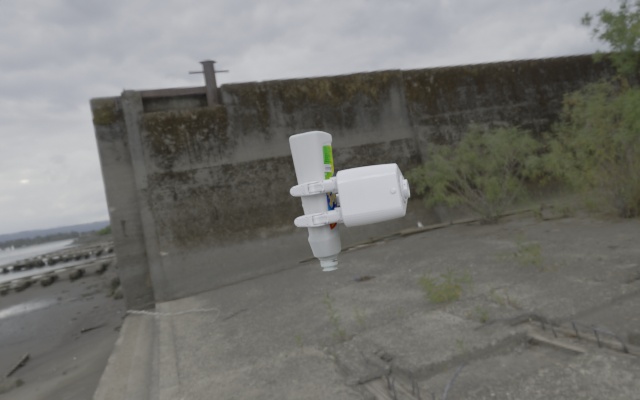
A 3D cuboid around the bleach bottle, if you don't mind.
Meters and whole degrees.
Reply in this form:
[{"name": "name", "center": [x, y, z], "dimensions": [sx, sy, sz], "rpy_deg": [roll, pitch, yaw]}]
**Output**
[{"name": "bleach bottle", "center": [0.000, 0.003, 0.884], "dimensions": [0.068, 0.251, 0.102], "rpy_deg": [-9, 1, 17]}]
